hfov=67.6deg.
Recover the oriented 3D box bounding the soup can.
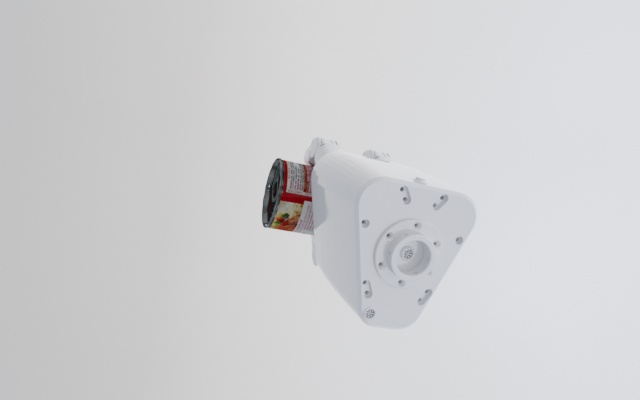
[{"bbox_3d":[0.000,0.002,0.470,0.102,0.068,0.068,11,-3,-17],"label":"soup can"}]
